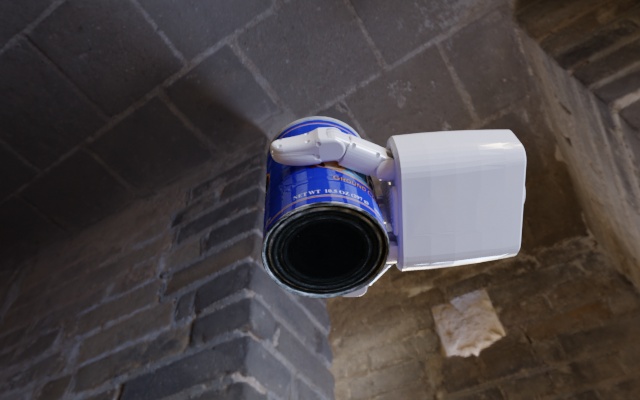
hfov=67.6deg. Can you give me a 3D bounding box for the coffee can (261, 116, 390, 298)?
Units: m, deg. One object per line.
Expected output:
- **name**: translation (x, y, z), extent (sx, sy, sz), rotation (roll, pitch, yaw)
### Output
- **coffee can**: translation (0.000, 0.001, 0.433), extent (0.103, 0.103, 0.140), rotation (0, 37, -4)
